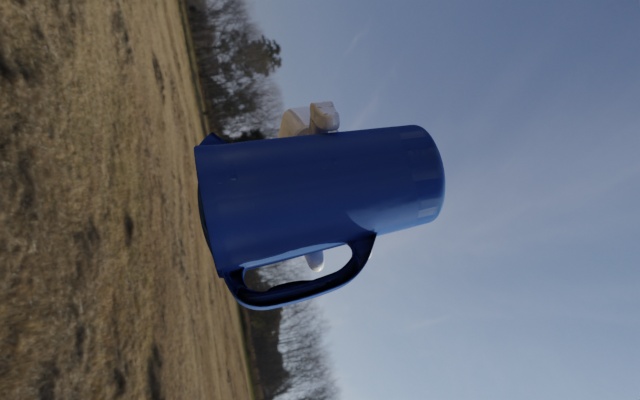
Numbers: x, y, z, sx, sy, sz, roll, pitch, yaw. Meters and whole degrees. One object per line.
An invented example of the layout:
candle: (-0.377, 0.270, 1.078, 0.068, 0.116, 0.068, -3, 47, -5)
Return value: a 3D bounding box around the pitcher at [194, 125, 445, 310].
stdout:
pitcher: (0.000, 0.001, 0.491, 0.243, 0.149, 0.145, -10, 26, -10)
